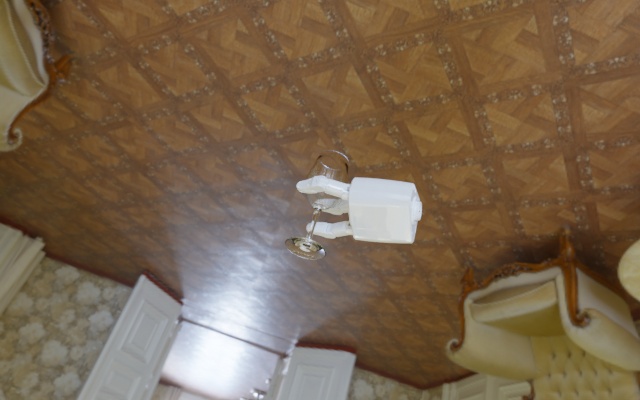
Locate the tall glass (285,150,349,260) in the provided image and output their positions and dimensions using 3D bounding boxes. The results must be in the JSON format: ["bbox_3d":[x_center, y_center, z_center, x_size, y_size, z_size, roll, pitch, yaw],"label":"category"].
[{"bbox_3d":[0.000,0.003,0.873,0.079,0.201,0.079,12,-32,8],"label":"tall glass"}]
